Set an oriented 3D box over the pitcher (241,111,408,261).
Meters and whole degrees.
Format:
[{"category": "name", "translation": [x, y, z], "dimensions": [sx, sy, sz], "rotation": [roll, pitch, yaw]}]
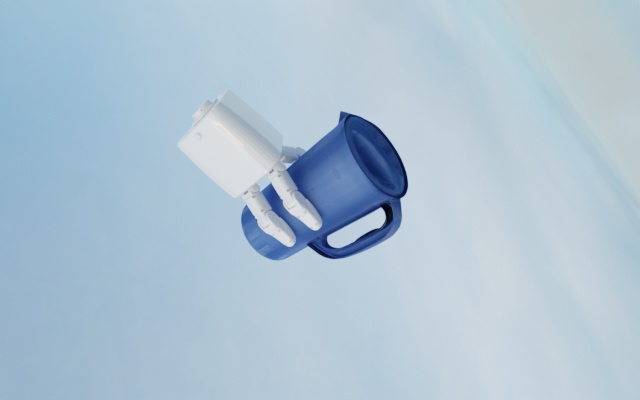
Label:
[{"category": "pitcher", "translation": [0.000, 0.002, 0.694], "dimensions": [0.145, 0.149, 0.243], "rotation": [41, -55, -21]}]
